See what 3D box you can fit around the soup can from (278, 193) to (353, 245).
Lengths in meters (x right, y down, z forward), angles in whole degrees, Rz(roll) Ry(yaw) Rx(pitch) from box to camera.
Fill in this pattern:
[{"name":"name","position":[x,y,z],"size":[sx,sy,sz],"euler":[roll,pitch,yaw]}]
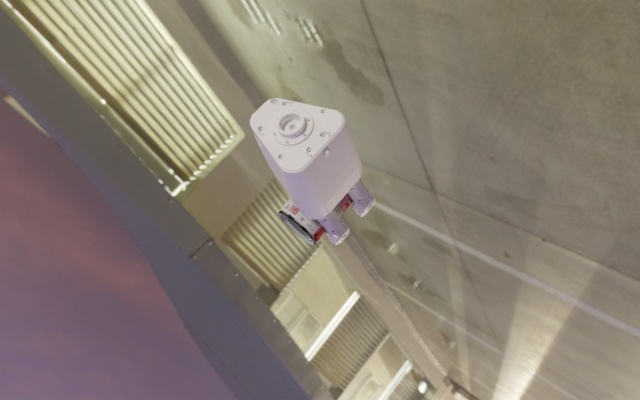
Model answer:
[{"name":"soup can","position":[0.000,0.003,0.652],"size":[0.068,0.102,0.068],"euler":[39,-14,12]}]
